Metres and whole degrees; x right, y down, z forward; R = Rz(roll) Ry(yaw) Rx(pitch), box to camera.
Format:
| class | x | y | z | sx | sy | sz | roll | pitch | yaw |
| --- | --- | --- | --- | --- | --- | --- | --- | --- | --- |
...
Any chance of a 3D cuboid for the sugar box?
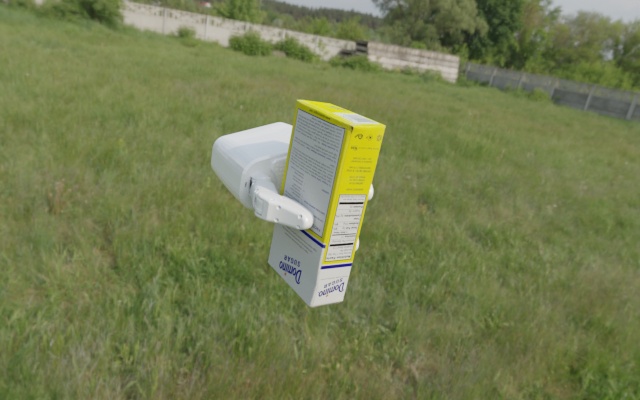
| class | x | y | z | sx | sy | sz | roll | pitch | yaw |
| --- | --- | --- | --- | --- | --- | --- | --- | --- | --- |
| sugar box | 0.000 | 0.001 | 0.458 | 0.048 | 0.176 | 0.093 | -4 | 24 | -33 |
